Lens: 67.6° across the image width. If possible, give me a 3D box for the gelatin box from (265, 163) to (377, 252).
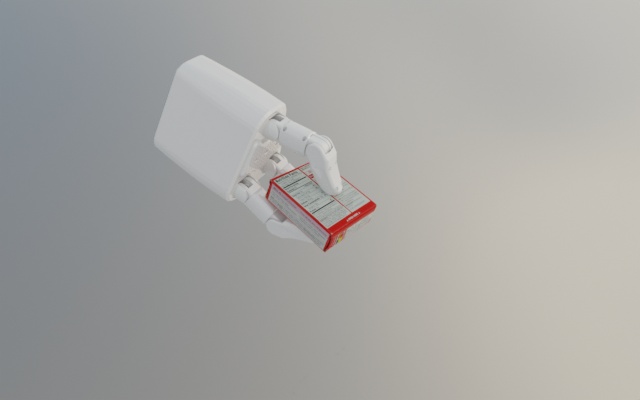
[{"bbox_3d":[0.000,0.001,0.487,0.089,0.030,0.073,40,45,22],"label":"gelatin box"}]
